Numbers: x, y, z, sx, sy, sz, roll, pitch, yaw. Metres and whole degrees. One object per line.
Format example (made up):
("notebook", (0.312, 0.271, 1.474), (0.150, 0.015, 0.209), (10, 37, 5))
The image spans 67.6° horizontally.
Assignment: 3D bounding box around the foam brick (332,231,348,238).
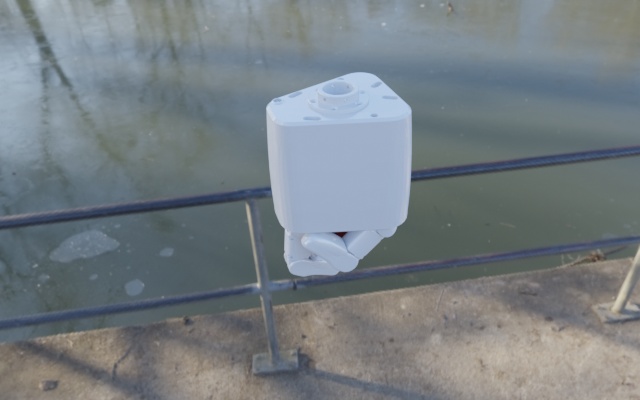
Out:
("foam brick", (0.000, 0.002, 0.489), (0.053, 0.051, 0.078), (-14, 39, -13))
